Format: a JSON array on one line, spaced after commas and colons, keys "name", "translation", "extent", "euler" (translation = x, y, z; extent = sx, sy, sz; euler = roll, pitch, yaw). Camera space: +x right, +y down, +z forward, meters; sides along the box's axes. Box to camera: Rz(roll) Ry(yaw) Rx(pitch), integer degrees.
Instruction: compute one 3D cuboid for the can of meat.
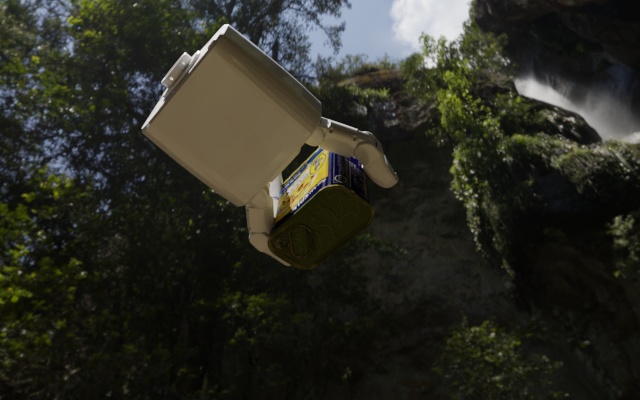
[{"name": "can of meat", "translation": [0.000, 0.001, 0.453], "extent": [0.057, 0.084, 0.102], "euler": [35, -58, -23]}]
